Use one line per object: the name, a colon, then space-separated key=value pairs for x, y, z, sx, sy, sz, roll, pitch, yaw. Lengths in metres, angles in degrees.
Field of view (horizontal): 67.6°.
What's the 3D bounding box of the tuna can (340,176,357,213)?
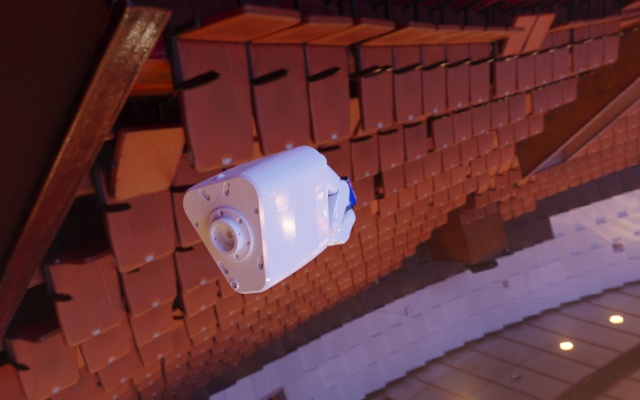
tuna can: x=0.000 y=0.002 z=0.580 sx=0.086 sy=0.034 sz=0.086 roll=-21 pitch=9 yaw=4
